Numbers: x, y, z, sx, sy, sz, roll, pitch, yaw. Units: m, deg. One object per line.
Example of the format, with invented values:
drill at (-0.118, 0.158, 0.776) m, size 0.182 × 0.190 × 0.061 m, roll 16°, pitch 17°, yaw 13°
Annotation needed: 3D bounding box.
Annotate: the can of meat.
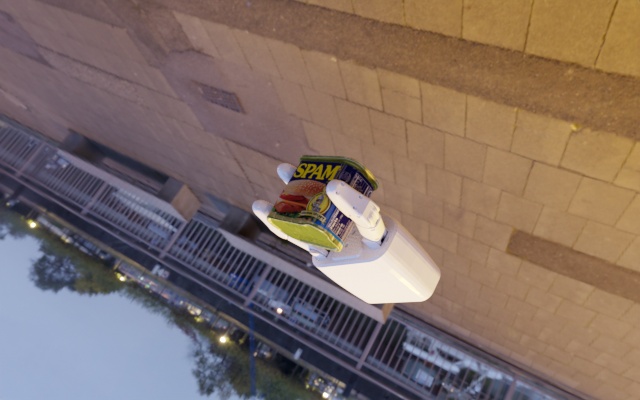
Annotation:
can of meat at (0.000, 0.002, 0.514) m, size 0.102 × 0.084 × 0.057 m, roll 8°, pitch -28°, yaw 49°
